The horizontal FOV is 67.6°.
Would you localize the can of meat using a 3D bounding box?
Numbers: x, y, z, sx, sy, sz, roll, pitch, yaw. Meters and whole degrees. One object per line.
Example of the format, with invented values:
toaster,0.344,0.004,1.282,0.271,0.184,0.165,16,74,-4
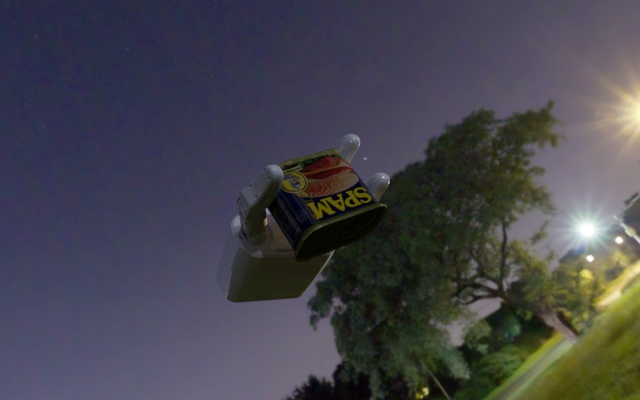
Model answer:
can of meat,0.000,0.001,0.474,0.102,0.084,0.057,-17,-31,-32
